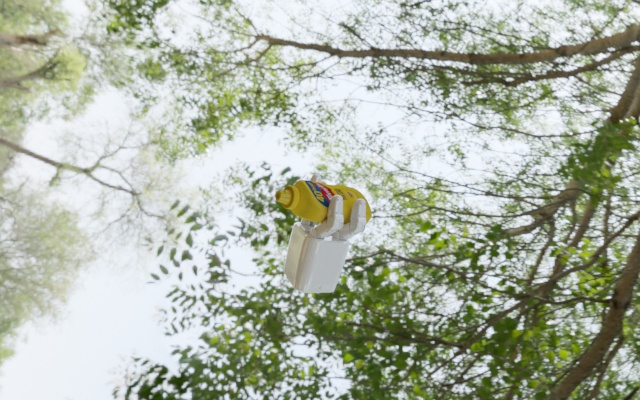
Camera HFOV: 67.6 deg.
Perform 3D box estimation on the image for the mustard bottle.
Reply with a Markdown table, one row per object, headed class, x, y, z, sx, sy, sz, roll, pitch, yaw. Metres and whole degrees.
| class | x | y | z | sx | sy | sz | roll | pitch | yaw |
| --- | --- | --- | --- | --- | --- | --- | --- | --- | --- |
| mustard bottle | 0.000 | 0.003 | 0.882 | 0.191 | 0.058 | 0.096 | 8 | 36 | -38 |
